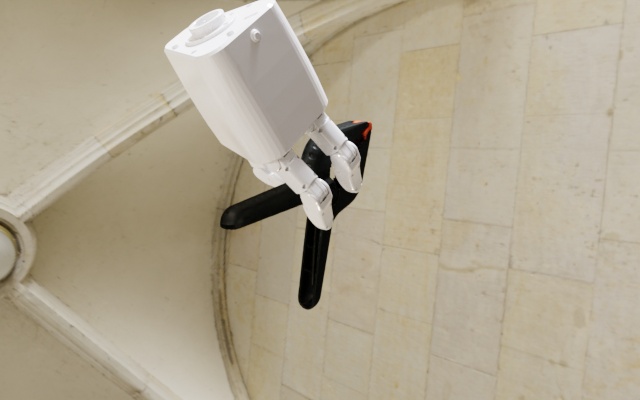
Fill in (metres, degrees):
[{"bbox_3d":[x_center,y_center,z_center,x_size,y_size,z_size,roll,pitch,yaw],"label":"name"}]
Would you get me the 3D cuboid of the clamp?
[{"bbox_3d":[0.000,0.001,0.506,0.036,0.210,0.165,12,-37,38],"label":"clamp"}]
